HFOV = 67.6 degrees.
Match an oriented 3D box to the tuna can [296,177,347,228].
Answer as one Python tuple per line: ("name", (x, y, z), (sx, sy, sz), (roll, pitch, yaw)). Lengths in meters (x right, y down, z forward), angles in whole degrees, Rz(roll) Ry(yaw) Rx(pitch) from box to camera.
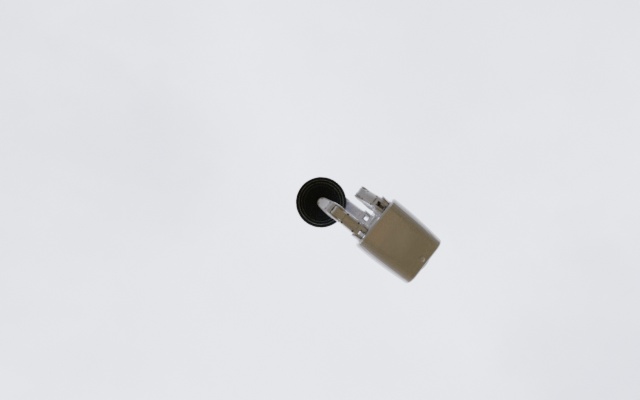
("tuna can", (0.000, 0.003, 0.817), (0.086, 0.086, 0.034), (0, 2, -4))
